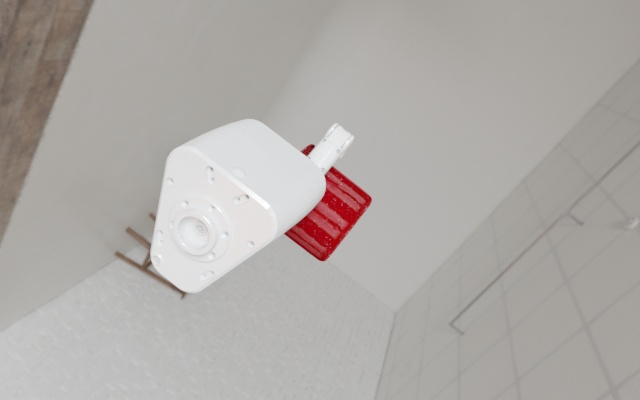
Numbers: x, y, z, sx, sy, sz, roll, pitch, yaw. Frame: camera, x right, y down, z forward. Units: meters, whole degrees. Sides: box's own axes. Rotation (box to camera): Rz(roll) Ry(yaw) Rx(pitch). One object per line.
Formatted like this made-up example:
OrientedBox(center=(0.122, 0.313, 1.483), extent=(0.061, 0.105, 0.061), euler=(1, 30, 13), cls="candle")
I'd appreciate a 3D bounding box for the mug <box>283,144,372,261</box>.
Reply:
OrientedBox(center=(0.001, 0.001, 0.482), extent=(0.081, 0.093, 0.117), euler=(38, 28, 4), cls="mug")
